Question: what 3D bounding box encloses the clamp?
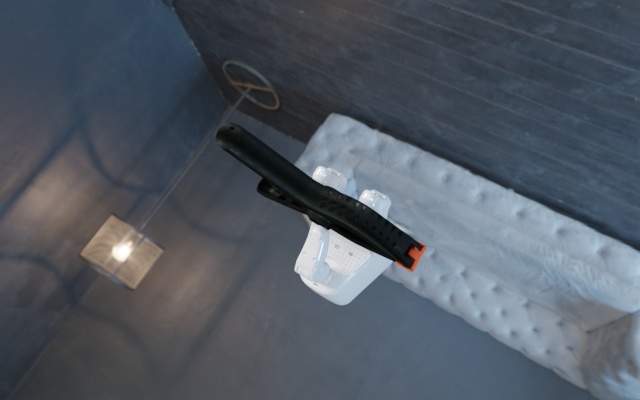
[{"bbox_3d":[0.000,0.002,0.455,0.210,0.036,0.165,28,-10,20],"label":"clamp"}]
